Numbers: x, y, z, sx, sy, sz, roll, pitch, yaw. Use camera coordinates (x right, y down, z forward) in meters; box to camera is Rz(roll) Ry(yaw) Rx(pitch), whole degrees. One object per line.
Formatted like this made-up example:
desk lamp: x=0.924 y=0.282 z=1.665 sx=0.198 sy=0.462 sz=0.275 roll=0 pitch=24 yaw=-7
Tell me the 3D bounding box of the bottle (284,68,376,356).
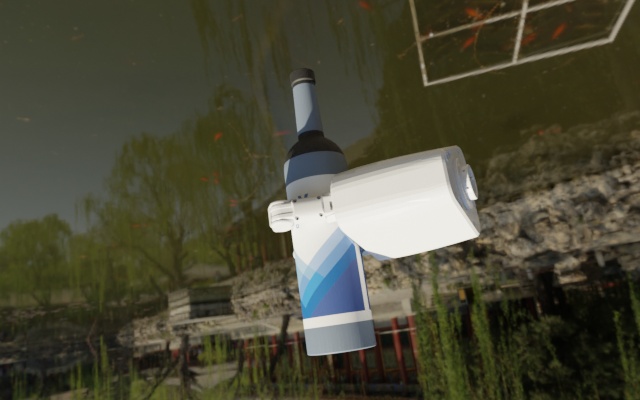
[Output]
bottle: x=0.000 y=0.002 z=0.491 sx=0.069 sy=0.295 sz=0.069 roll=-8 pitch=-14 yaw=-2
